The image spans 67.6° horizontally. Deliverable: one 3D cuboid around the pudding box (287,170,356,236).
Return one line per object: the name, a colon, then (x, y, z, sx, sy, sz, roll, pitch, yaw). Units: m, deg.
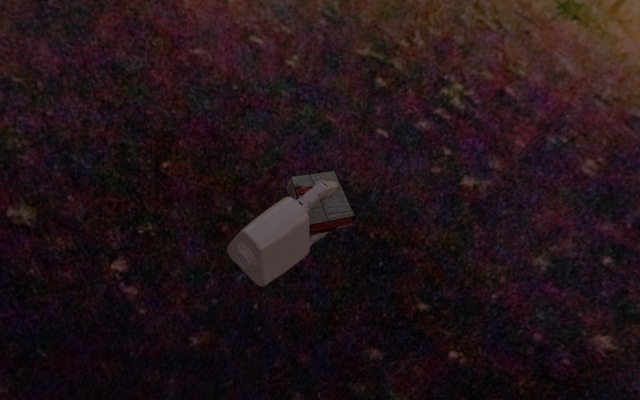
pudding box: (0.000, 0.003, 0.843, 0.090, 0.113, 0.039, -9, -33, -20)
